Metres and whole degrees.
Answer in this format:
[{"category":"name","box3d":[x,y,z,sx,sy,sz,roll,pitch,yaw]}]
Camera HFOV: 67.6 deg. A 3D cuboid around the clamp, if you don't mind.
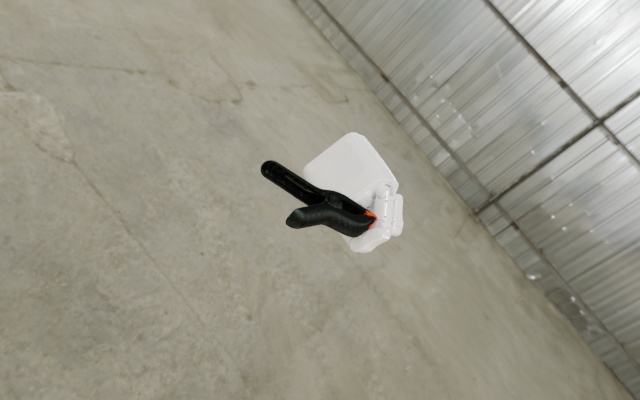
[{"category":"clamp","box3d":[0.001,0.002,0.615,0.171,0.120,0.039,17,-56,-46]}]
